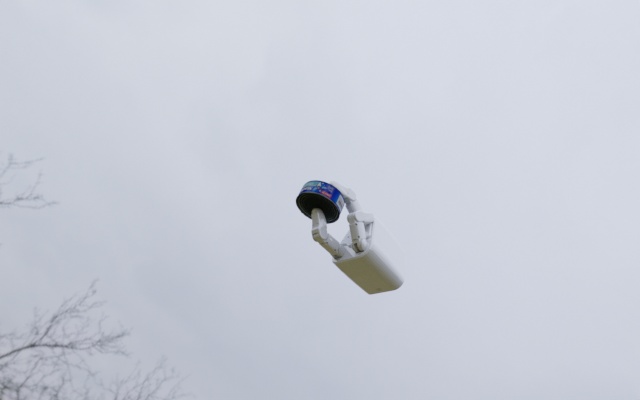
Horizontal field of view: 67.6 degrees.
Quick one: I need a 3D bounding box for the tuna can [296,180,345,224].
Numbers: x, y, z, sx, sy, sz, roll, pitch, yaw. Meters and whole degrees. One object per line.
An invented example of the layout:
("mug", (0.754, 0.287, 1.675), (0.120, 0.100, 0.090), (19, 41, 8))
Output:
("tuna can", (0.000, 0.002, 0.872), (0.086, 0.033, 0.086), (17, -36, 13))
